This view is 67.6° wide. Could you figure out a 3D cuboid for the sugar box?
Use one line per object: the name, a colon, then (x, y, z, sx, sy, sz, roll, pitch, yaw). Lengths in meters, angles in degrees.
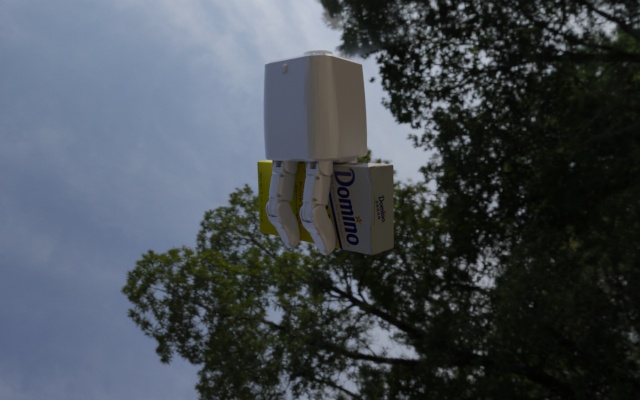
sugar box: (0.000, 0.002, 0.547, 0.176, 0.093, 0.048, 6, 12, 44)
